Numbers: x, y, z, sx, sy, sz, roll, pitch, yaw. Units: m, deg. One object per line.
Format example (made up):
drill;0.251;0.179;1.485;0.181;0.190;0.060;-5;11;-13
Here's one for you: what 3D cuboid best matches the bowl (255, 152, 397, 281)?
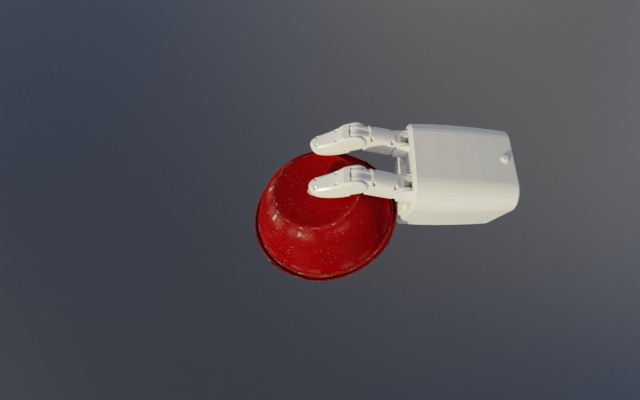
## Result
bowl;-0.001;0.002;0.514;0.162;0.162;0.055;0;-30;12
